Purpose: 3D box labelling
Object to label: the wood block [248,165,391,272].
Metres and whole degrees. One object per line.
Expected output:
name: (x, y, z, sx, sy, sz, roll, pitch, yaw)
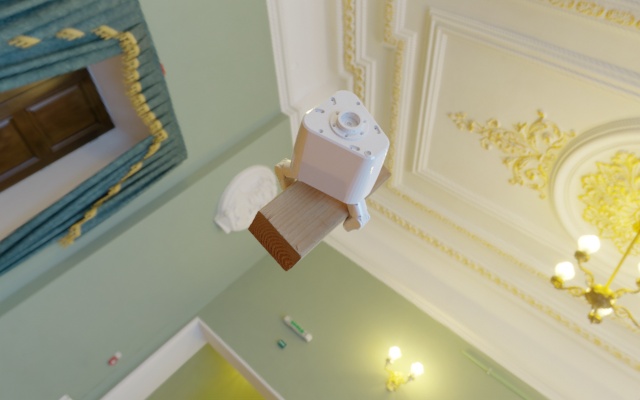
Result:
wood block: (0.001, 0.002, 0.735, 0.206, 0.091, 0.090, -40, -4, -28)
